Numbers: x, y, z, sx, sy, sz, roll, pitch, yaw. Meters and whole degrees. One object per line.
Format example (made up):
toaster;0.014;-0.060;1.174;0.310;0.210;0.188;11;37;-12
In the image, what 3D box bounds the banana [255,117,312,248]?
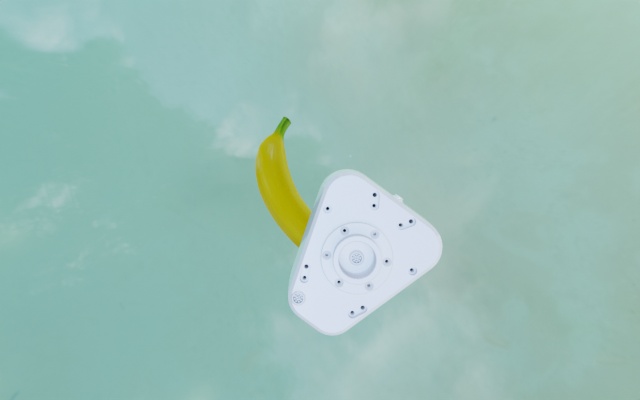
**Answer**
banana;-0.018;0.008;0.513;0.069;0.198;0.037;-29;-2;-1
